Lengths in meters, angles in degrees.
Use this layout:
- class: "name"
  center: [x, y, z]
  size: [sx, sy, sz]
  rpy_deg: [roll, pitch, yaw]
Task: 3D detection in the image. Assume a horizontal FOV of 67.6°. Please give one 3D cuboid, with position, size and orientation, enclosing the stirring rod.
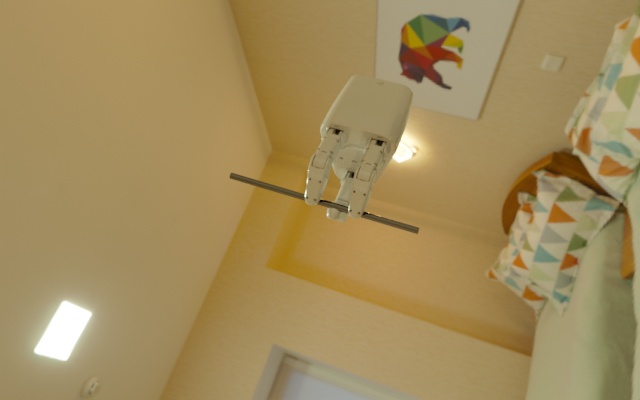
- class: "stirring rod"
  center: [0.000, 0.002, 0.574]
  size: [0.239, 0.011, 0.011]
  rpy_deg: [16, 4, 13]
